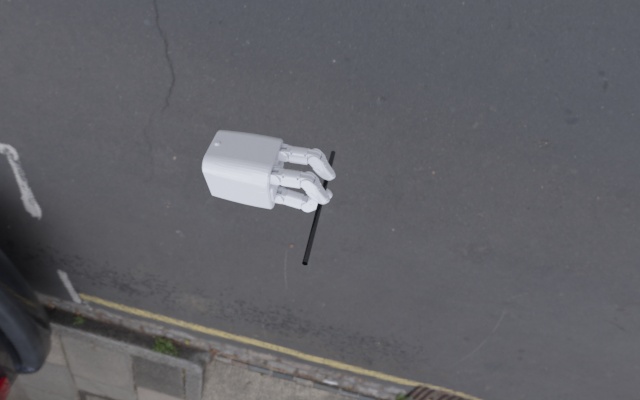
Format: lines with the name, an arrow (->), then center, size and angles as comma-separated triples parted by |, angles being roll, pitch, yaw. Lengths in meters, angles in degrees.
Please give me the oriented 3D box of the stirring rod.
stirring rod -> 0.000, 0.002, 0.745 | 0.011, 0.239, 0.011 | 8, -43, 7
